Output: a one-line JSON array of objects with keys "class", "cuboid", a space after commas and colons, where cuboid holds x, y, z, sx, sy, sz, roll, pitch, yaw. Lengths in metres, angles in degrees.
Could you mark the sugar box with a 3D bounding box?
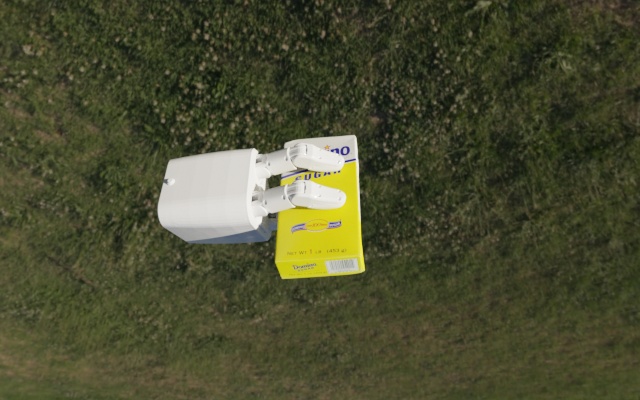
[{"class": "sugar box", "cuboid": [0.000, 0.002, 0.555, 0.093, 0.176, 0.048, -5, -35, 6]}]
